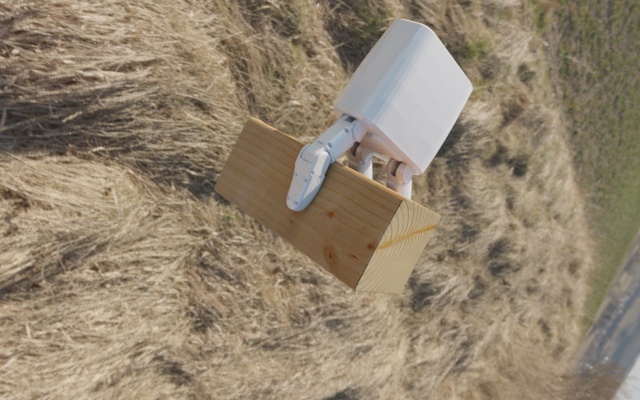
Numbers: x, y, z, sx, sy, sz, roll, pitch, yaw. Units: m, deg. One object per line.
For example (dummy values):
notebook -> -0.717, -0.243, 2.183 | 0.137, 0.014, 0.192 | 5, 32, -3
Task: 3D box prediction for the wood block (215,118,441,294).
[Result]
wood block -> 0.000, 0.001, 0.485 | 0.206, 0.090, 0.091 | 31, 6, 35
